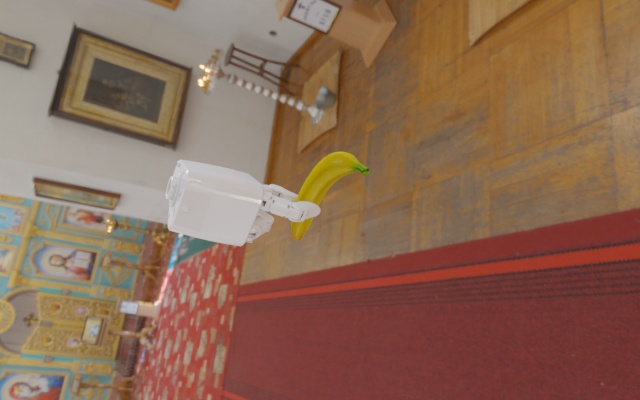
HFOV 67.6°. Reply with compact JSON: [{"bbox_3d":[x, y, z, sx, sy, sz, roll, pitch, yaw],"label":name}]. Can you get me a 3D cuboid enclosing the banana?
[{"bbox_3d":[-0.001,-0.015,0.721,0.037,0.069,0.198,13,-40,-29],"label":"banana"}]
